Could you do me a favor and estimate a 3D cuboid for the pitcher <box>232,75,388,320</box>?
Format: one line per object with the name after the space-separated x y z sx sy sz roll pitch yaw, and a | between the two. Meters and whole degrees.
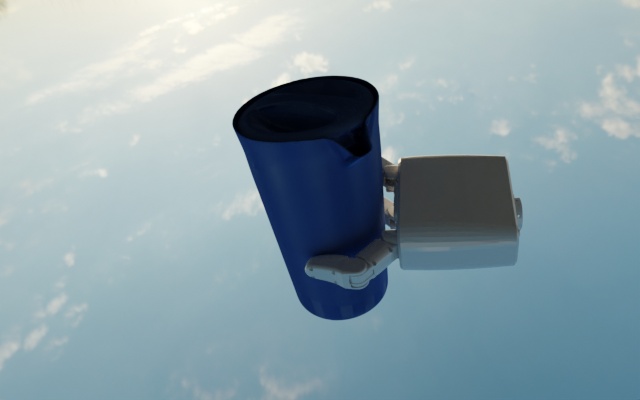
0.000 0.002 0.499 0.145 0.243 0.149 -2 36 13 | pitcher
